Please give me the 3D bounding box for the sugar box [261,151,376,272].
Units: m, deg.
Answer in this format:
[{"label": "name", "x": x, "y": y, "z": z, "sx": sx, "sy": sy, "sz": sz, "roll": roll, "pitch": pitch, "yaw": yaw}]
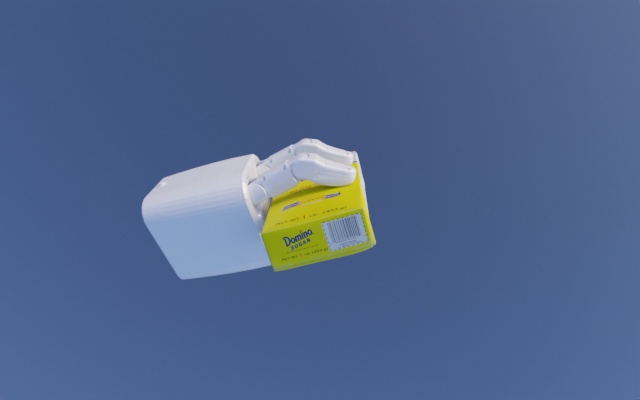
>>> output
[{"label": "sugar box", "x": 0.000, "y": 0.001, "z": 0.482, "sx": 0.093, "sy": 0.048, "sz": 0.176, "roll": -14, "pitch": 23, "yaw": 6}]
